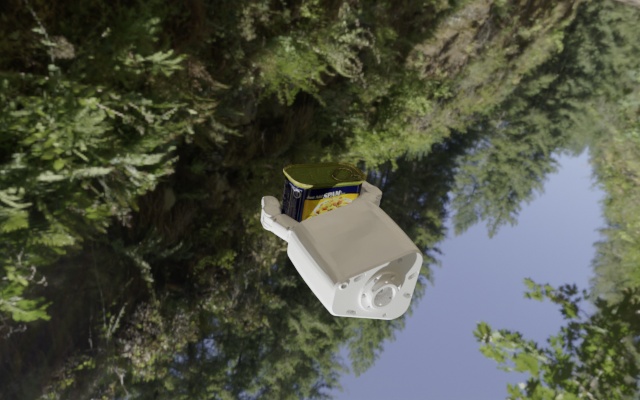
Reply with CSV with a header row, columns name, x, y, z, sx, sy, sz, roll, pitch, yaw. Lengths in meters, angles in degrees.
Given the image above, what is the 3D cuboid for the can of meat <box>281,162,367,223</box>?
name,x,y,z,sx,sy,sz,roll,pitch,yaw
can of meat,0.000,0.002,0.603,0.102,0.084,0.057,-7,31,-30
